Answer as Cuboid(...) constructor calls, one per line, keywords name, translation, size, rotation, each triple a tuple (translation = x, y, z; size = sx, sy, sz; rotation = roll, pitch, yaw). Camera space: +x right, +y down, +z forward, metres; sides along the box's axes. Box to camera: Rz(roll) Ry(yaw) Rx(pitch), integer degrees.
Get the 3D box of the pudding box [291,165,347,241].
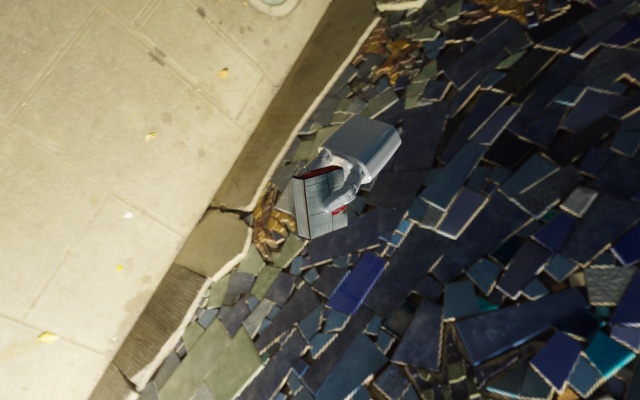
Cuboid(name="pudding box", translation=(0.000, 0.003, 0.819), size=(0.090, 0.113, 0.039), rotation=(-18, 20, -35))
